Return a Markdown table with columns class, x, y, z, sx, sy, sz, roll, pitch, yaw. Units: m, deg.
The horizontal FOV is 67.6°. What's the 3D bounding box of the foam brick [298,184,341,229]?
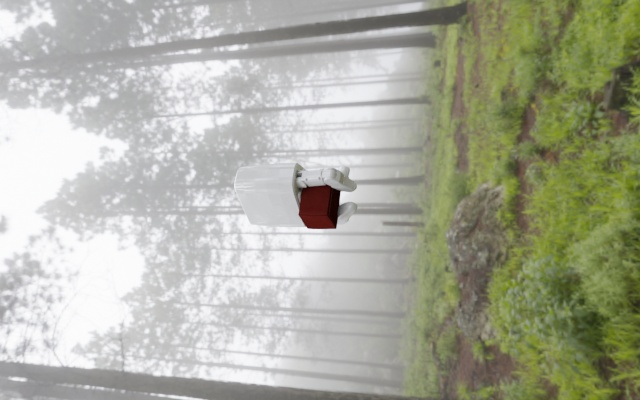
| class | x | y | z | sx | sy | sz | roll | pitch | yaw |
| --- | --- | --- | --- | --- | --- | --- | --- | --- | --- |
| foam brick | 0.000 | 0.003 | 0.777 | 0.051 | 0.078 | 0.053 | -2 | -30 | 16 |
